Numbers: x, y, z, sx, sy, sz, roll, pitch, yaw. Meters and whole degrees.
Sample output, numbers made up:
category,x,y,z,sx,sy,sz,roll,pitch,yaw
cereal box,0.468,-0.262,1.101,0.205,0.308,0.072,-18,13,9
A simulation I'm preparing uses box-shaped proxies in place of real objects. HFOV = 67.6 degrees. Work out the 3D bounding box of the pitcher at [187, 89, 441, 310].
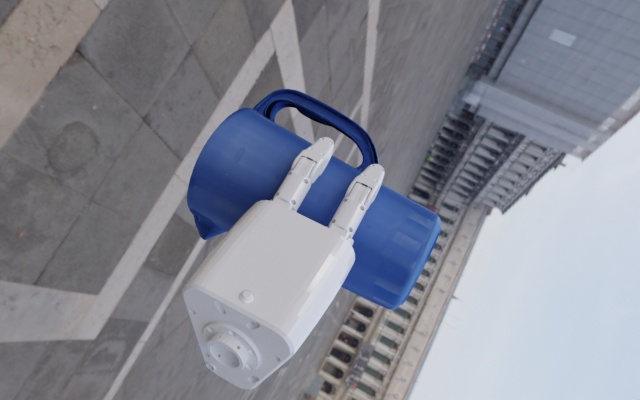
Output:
category,x,y,z,sx,sy,sz,roll,pitch,yaw
pitcher,0.000,0.002,0.501,0.243,0.149,0.145,27,42,10
